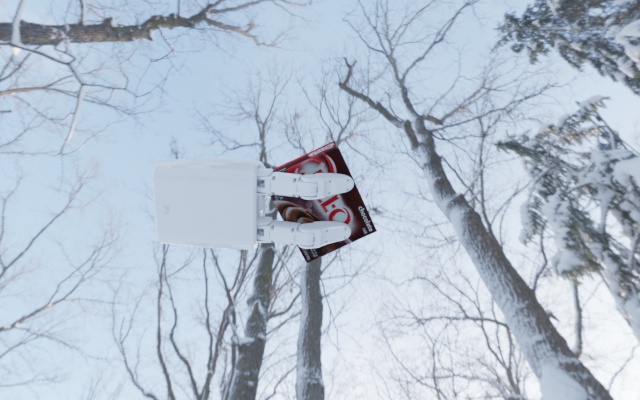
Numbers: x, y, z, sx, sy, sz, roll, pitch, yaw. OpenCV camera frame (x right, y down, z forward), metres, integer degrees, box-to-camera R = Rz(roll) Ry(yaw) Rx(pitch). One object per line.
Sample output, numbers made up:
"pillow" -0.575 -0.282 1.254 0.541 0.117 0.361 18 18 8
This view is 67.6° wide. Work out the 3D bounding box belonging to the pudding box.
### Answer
"pudding box" 0.000 0.002 0.540 0.090 0.113 0.039 -25 20 5
